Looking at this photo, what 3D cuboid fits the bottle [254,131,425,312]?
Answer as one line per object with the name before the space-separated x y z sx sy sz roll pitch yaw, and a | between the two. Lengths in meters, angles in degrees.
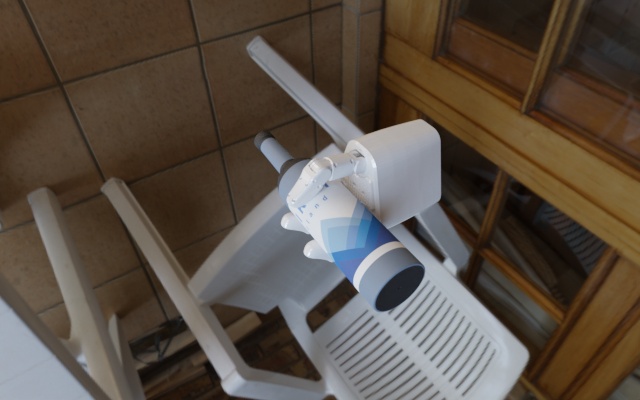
bottle | 0.000 0.002 0.563 0.069 0.069 0.295 0 36 -41
